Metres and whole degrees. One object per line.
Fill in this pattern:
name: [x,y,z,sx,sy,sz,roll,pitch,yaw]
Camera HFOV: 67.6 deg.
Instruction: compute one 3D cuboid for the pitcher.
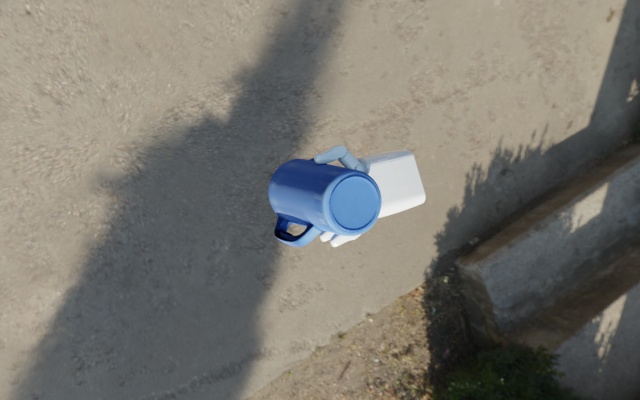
pitcher: [0.000,0.003,0.861,0.145,0.149,0.243,-14,11,-22]
